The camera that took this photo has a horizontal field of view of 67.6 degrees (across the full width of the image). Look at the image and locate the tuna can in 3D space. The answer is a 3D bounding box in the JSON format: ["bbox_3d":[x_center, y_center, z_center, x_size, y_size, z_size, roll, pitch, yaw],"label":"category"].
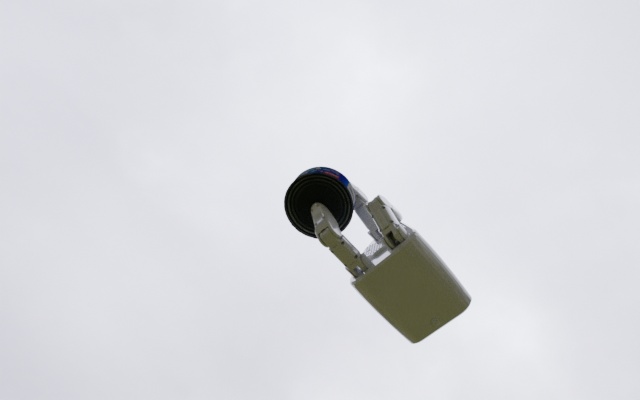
[{"bbox_3d":[0.000,0.002,0.591,0.086,0.086,0.033,0,20,11],"label":"tuna can"}]
